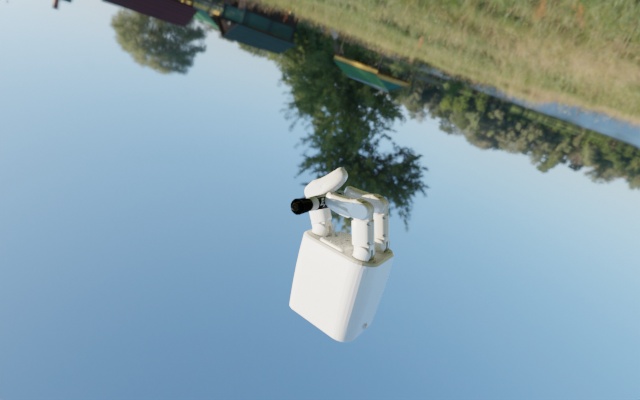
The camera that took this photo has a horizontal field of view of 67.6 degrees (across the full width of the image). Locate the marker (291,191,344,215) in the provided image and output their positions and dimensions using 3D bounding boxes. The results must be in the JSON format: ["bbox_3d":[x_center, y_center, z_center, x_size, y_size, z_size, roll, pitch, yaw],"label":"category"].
[{"bbox_3d":[0.000,0.002,0.579,0.020,0.020,0.121,0,5,28],"label":"marker"}]
